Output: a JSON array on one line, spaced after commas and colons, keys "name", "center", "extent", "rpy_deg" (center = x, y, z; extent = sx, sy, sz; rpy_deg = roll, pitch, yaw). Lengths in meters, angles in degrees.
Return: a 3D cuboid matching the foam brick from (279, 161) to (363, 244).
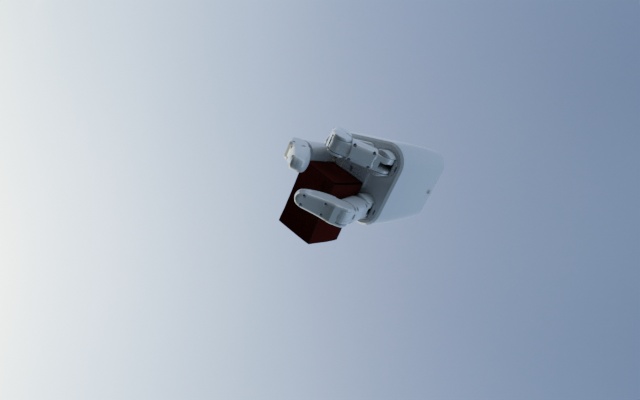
[{"name": "foam brick", "center": [0.000, 0.002, 0.530], "extent": [0.053, 0.078, 0.051], "rpy_deg": [39, 25, 32]}]
